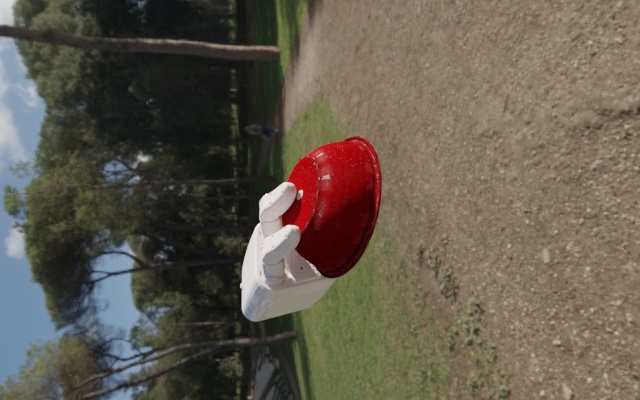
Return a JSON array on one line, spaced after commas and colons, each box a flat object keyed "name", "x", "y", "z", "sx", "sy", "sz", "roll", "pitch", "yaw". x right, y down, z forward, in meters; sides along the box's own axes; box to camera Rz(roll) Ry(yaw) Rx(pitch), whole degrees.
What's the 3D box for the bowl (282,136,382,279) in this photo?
[{"name": "bowl", "x": 0.000, "y": 0.001, "z": 0.525, "sx": 0.055, "sy": 0.162, "sz": 0.162, "roll": 13, "pitch": -6, "yaw": -26}]
